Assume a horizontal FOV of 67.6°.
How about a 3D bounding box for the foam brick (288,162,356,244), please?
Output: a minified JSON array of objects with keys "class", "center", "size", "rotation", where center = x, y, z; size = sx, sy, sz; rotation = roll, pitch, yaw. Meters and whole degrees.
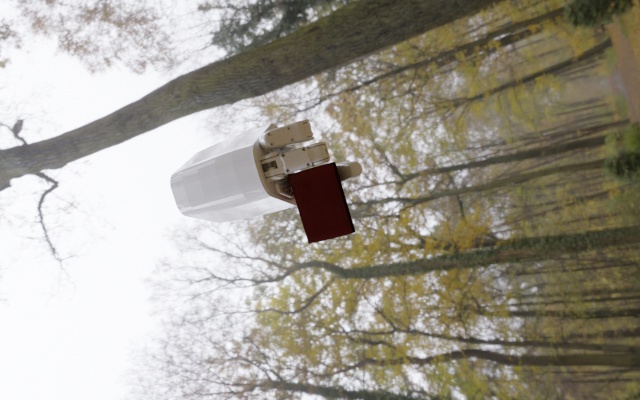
[{"class":"foam brick","center":[0.000,0.002,0.516],"size":[0.051,0.078,0.053],"rotation":[-17,4,-2]}]
